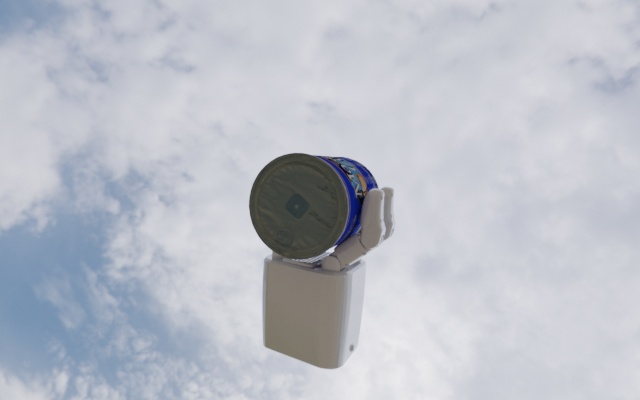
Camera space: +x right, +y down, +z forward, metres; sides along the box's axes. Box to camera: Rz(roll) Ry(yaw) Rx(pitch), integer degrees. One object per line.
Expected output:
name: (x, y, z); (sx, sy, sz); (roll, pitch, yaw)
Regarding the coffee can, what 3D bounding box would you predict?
coffee can: (0.000, 0.002, 0.521); (0.103, 0.103, 0.140); (0, 3, 20)
